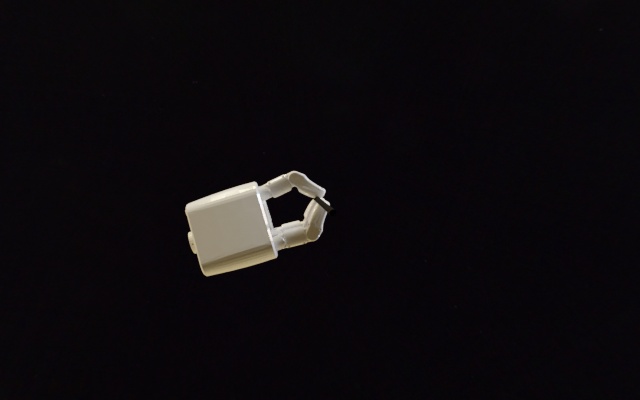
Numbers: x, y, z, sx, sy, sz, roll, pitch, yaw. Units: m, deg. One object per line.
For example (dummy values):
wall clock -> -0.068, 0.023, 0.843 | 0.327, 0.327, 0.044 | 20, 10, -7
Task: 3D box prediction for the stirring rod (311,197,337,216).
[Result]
stirring rod -> 0.000, 0.002, 0.657 | 0.011, 0.011, 0.239 | 0, 6, -7
